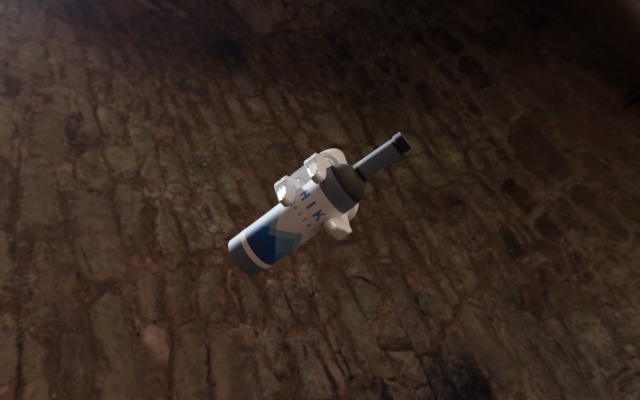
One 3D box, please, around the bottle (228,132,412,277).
[{"bbox_3d":[0.000,0.002,0.679,0.296,0.069,0.069,-36,-10,14],"label":"bottle"}]
